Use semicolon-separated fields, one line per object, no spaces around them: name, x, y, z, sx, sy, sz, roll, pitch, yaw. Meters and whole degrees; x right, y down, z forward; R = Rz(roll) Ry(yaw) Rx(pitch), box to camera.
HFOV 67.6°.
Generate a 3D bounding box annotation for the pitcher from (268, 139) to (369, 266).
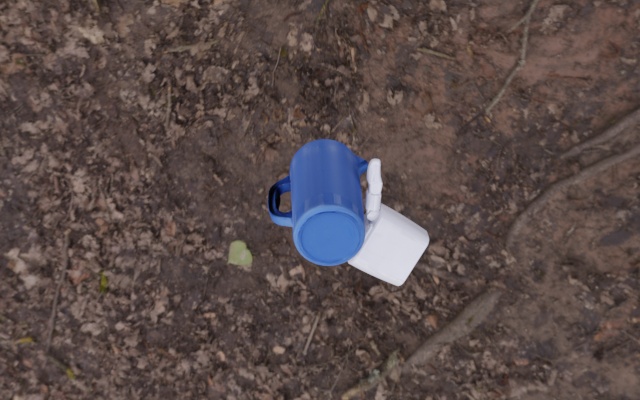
pitcher;0.000;0.003;0.804;0.145;0.149;0.242;28;24;-15
